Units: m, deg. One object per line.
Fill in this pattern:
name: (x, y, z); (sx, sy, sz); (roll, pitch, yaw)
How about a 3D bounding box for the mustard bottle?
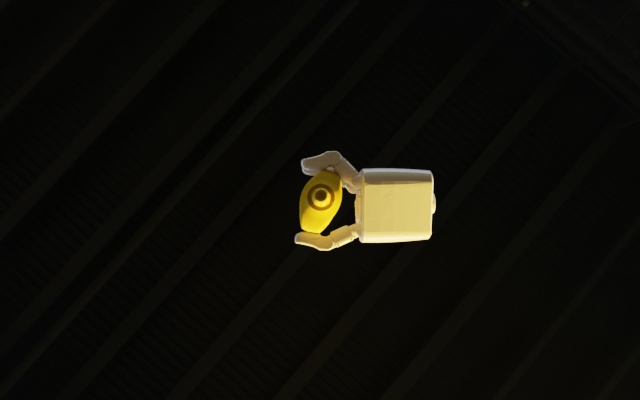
mustard bottle: (0.000, 0.002, 0.735); (0.058, 0.096, 0.191); (24, -5, 1)
